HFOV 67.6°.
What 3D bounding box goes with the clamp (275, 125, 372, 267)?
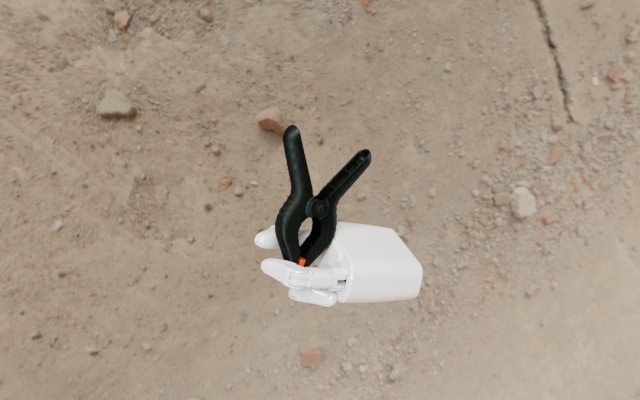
[{"bbox_3d":[0.000,0.002,0.570,0.120,0.171,0.039,5,12,-25],"label":"clamp"}]
